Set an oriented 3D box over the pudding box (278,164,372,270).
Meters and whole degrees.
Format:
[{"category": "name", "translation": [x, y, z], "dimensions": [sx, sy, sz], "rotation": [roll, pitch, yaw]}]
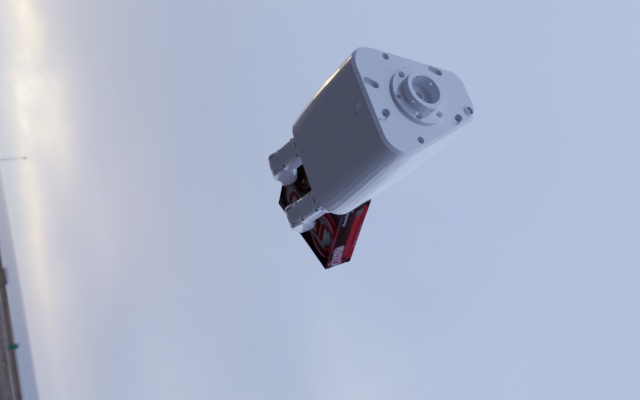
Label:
[{"category": "pudding box", "translation": [0.000, 0.002, 0.507], "dimensions": [0.039, 0.090, 0.113], "rotation": [-11, 45, -29]}]
